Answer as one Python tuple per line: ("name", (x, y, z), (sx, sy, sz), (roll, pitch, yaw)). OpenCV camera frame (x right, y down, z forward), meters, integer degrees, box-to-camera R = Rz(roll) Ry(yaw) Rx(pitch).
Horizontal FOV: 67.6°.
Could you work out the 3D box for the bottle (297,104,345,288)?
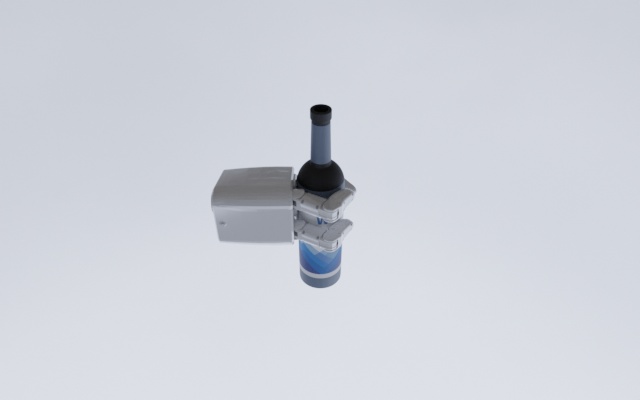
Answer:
("bottle", (0.000, 0.002, 0.678), (0.069, 0.296, 0.069), (0, 39, 0))
